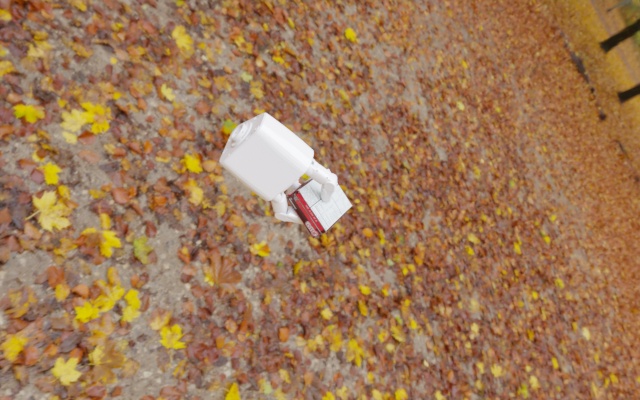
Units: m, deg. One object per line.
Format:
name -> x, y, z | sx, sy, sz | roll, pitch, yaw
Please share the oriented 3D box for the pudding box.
pudding box -> 0.000, 0.003, 0.861 | 0.039, 0.090, 0.113 | -27, 8, 40
